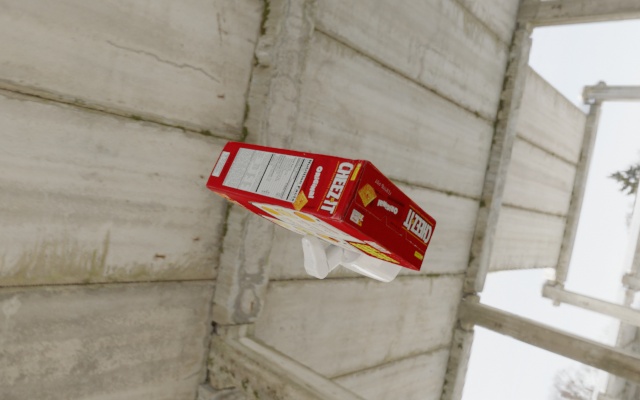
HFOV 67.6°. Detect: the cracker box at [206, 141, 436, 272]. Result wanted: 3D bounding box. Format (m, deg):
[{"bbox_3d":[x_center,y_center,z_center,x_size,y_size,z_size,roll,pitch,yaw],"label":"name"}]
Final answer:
[{"bbox_3d":[0.000,0.002,0.550,0.213,0.072,0.164,13,-14,42],"label":"cracker box"}]
